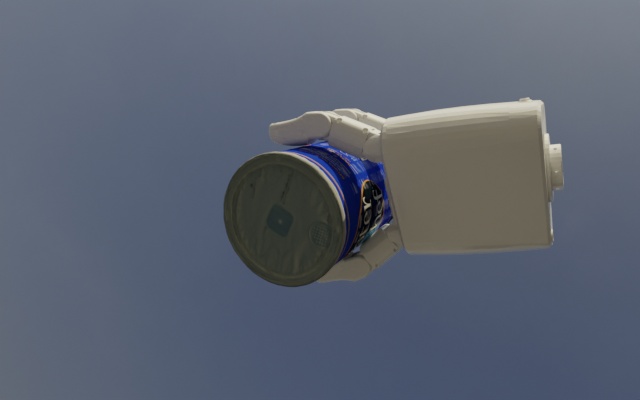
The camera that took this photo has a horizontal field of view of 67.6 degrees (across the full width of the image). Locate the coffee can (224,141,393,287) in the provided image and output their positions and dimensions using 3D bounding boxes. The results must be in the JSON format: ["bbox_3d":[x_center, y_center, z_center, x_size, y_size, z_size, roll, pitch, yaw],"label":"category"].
[{"bbox_3d":[0.000,0.001,0.412,0.103,0.103,0.140,0,12,27],"label":"coffee can"}]
